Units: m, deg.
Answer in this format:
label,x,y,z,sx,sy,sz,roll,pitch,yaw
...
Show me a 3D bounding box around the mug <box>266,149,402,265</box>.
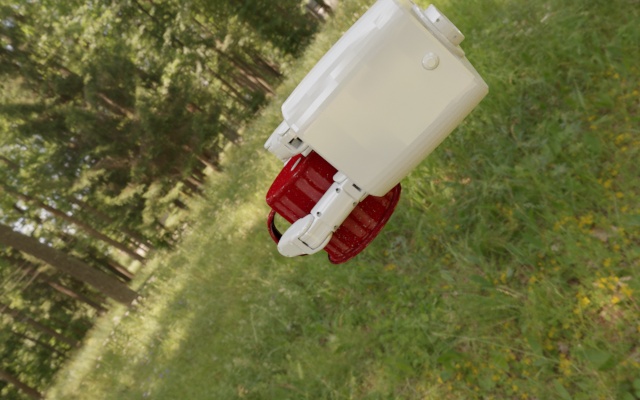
label,x,y,z,sx,sy,sz,roll,pitch,yaw
mug,-0.001,0.002,0.415,0.081,0.117,0.093,39,27,-13
